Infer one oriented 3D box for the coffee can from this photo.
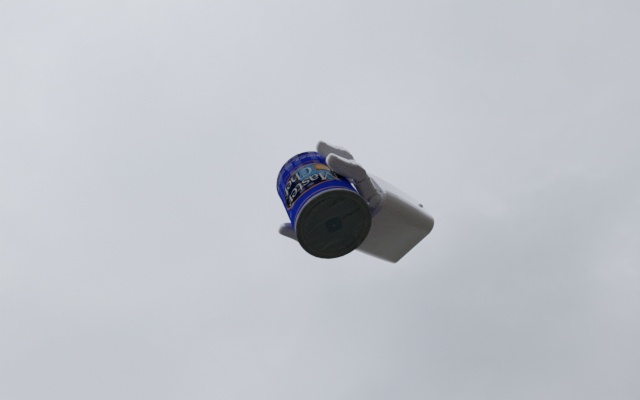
[{"bbox_3d":[0.000,0.002,0.675,0.103,0.103,0.140,0,26,-17],"label":"coffee can"}]
